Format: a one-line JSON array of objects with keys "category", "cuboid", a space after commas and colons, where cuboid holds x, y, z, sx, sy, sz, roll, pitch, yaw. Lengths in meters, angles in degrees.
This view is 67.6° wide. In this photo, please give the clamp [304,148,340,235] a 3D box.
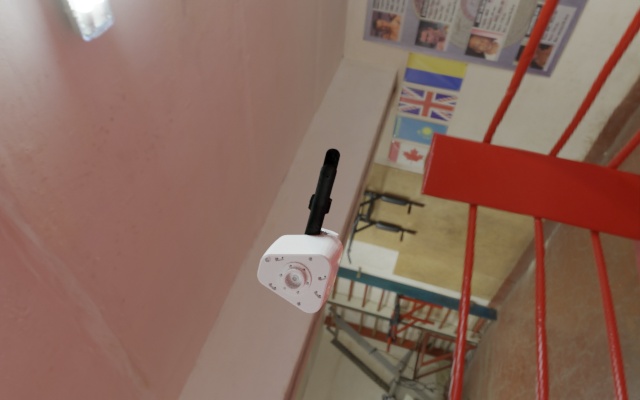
[{"category": "clamp", "cuboid": [-0.001, 0.003, 0.780, 0.039, 0.171, 0.120, 14, 11, 6]}]
